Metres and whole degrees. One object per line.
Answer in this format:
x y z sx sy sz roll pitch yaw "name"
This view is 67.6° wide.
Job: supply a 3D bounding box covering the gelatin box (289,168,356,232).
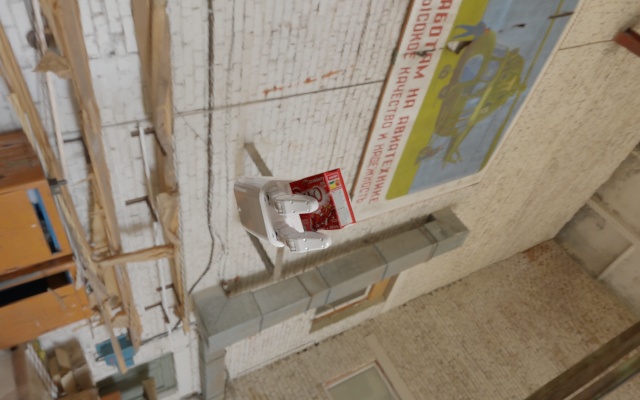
0.001 0.002 0.619 0.030 0.073 0.089 -20 5 -34 "gelatin box"
